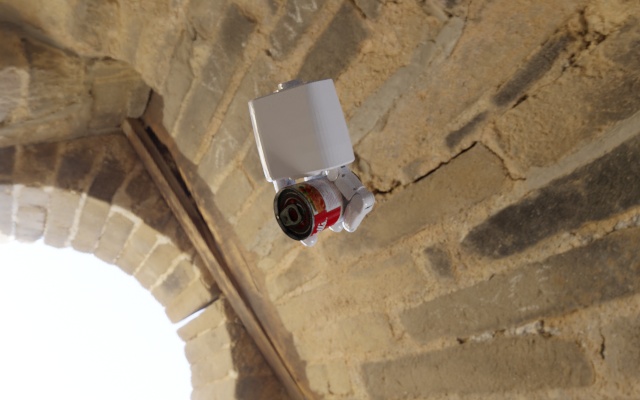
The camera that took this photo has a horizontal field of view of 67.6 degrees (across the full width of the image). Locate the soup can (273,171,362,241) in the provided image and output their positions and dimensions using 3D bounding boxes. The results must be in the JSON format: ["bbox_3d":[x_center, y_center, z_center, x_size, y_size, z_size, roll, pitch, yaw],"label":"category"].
[{"bbox_3d":[0.000,0.002,0.605,0.068,0.068,0.102,0,17,45],"label":"soup can"}]
